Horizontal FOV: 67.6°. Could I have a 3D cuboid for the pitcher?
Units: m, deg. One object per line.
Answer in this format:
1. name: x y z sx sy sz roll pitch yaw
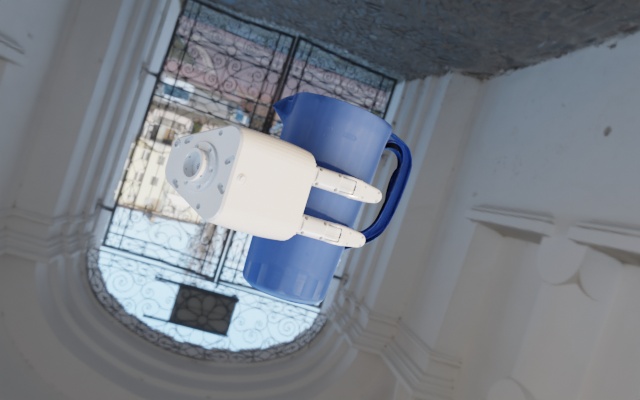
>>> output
1. pitcher: 0.000 0.002 0.595 0.149 0.243 0.145 18 0 39
